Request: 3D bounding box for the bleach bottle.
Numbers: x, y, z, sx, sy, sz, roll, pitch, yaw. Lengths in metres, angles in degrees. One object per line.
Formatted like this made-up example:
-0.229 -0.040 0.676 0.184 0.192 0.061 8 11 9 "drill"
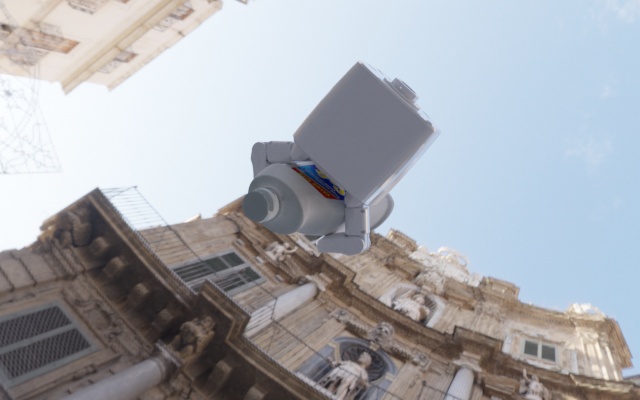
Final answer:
0.000 0.002 0.541 0.068 0.102 0.251 -48 -15 21 "bleach bottle"
